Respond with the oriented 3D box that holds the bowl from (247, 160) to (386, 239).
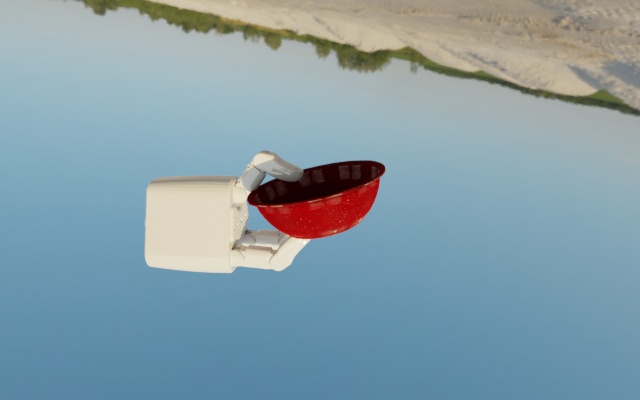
[{"bbox_3d":[0.001,0.002,0.551,0.162,0.055,0.162,-13,15,4],"label":"bowl"}]
